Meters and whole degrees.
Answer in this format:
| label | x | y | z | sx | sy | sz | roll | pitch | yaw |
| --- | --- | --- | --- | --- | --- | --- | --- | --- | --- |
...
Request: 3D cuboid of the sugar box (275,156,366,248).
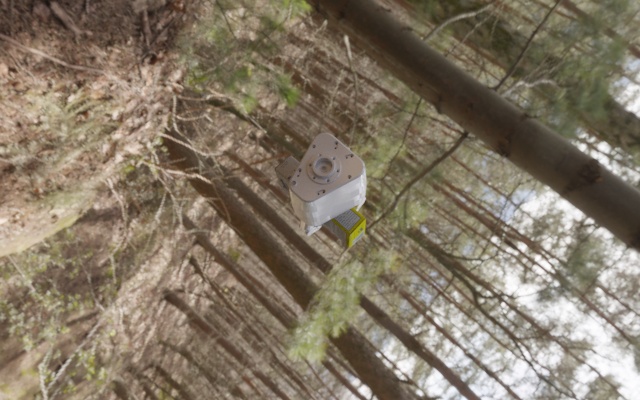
| label | x | y | z | sx | sy | sz | roll | pitch | yaw |
| --- | --- | --- | --- | --- | --- | --- | --- | --- | --- |
| sugar box | 0.001 | 0.002 | 0.835 | 0.176 | 0.048 | 0.093 | 43 | -13 | 16 |
